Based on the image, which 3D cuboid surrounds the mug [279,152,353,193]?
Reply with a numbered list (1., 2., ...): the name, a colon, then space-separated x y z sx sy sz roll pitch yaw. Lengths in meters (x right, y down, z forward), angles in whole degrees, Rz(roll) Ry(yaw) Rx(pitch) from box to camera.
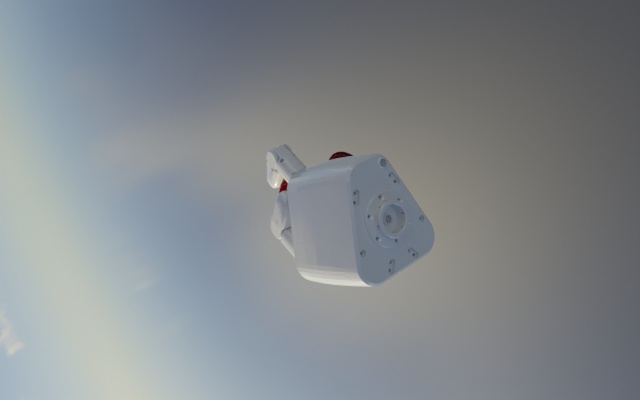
1. mug: -0.001 0.002 0.560 0.081 0.093 0.117 -26 8 -29
